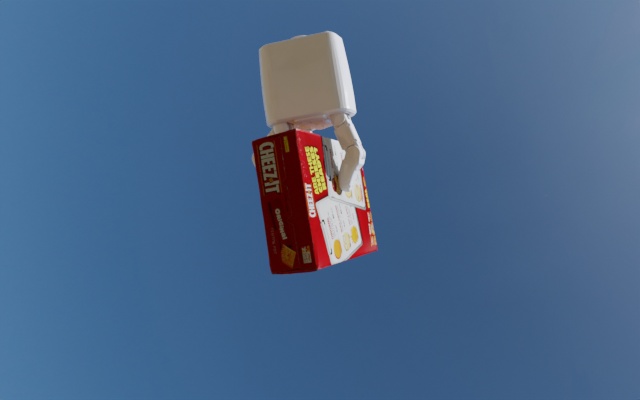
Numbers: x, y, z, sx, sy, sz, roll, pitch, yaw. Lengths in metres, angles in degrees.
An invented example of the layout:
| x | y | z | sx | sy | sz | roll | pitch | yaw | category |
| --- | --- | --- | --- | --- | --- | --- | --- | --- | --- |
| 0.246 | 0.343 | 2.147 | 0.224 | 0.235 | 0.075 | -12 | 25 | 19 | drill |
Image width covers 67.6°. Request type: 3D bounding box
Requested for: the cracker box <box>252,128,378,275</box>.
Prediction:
| x | y | z | sx | sy | sz | roll | pitch | yaw | category |
| --- | --- | --- | --- | --- | --- | --- | --- | --- | --- |
| 0.000 | 0.002 | 0.641 | 0.072 | 0.164 | 0.213 | -11 | -4 | 25 | cracker box |
